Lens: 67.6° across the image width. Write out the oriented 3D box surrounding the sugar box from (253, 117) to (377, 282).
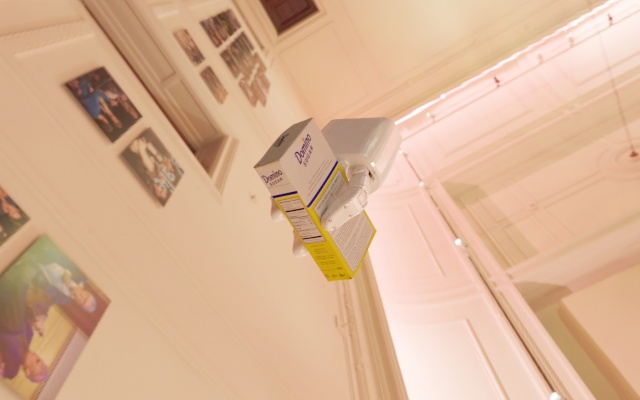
[{"bbox_3d":[0.000,0.002,0.565,0.048,0.176,0.093,-14,29,37],"label":"sugar box"}]
